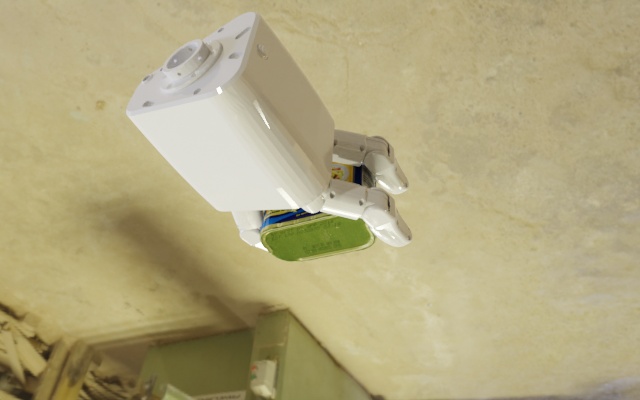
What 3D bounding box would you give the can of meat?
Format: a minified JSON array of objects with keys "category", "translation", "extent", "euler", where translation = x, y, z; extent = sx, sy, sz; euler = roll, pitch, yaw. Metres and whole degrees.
[{"category":"can of meat","translation":[0.000,0.002,0.418],"extent":[0.102,0.083,0.057],"euler":[-14,-45,20]}]
